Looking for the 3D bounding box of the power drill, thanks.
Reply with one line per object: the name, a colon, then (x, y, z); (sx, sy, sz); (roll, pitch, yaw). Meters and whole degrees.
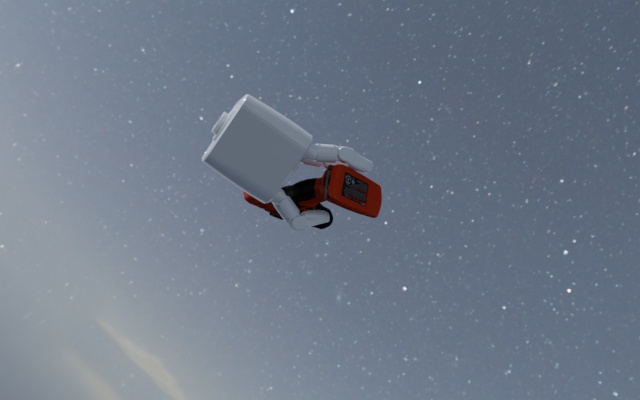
power drill: (0.000, 0.002, 0.743); (0.187, 0.057, 0.184); (-10, -23, 44)
